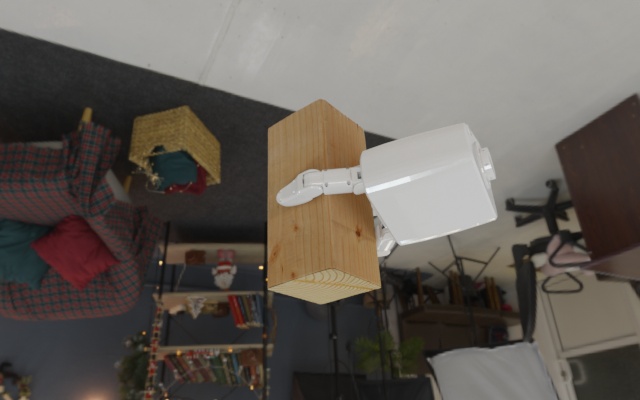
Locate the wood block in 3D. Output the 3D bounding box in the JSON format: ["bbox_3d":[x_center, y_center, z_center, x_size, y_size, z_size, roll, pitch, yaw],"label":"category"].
[{"bbox_3d":[0.000,0.002,0.551,0.090,0.206,0.091,-23,-34,33],"label":"wood block"}]
